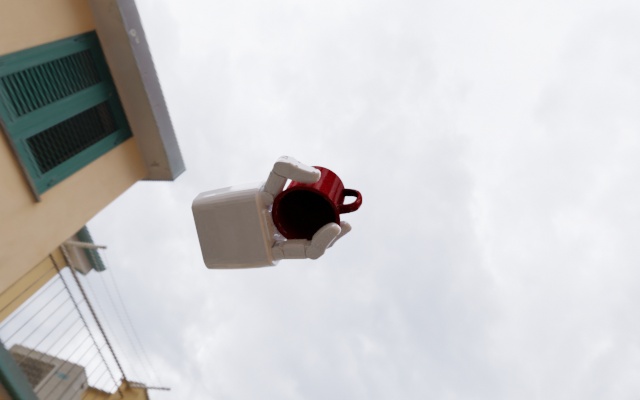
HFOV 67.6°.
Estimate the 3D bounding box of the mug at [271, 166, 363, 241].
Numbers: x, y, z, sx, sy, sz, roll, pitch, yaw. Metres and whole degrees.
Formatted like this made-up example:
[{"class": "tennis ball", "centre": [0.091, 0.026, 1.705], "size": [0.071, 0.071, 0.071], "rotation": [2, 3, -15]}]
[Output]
[{"class": "mug", "centre": [0.001, 0.002, 0.653], "size": [0.117, 0.093, 0.081], "rotation": [-7, 26, 18]}]
